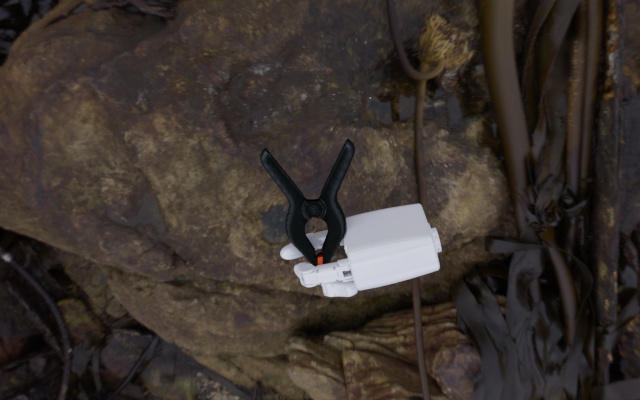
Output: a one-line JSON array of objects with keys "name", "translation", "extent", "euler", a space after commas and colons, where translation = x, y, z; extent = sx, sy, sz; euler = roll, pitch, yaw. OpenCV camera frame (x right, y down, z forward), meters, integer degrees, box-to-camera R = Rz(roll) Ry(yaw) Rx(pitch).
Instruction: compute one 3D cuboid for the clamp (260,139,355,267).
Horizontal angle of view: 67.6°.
[{"name": "clamp", "translation": [0.000, 0.002, 0.619], "extent": [0.120, 0.171, 0.039], "euler": [-14, 10, 7]}]
